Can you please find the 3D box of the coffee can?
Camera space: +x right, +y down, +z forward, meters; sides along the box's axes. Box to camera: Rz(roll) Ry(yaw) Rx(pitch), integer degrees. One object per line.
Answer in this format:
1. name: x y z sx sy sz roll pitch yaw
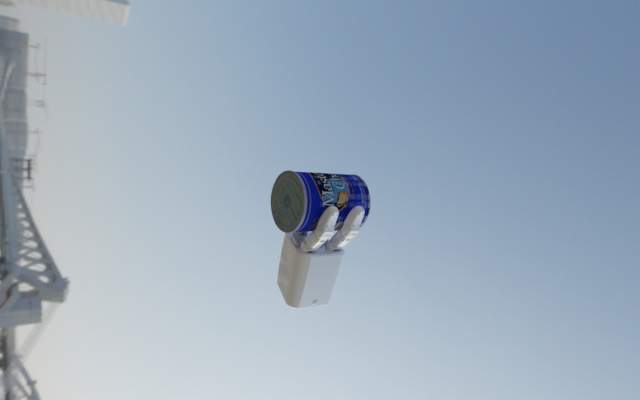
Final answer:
1. coffee can: 0.000 0.002 0.821 0.140 0.103 0.103 1 0 -36
